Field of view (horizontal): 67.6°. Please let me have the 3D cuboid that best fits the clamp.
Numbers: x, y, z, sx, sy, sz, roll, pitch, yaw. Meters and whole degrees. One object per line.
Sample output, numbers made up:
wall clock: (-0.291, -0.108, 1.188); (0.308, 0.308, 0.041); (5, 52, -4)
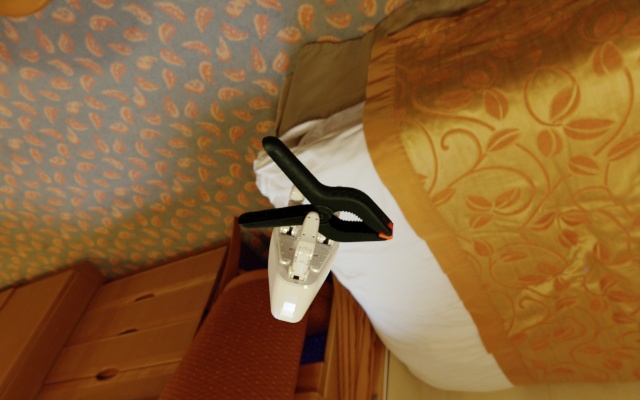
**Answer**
clamp: (0.000, 0.003, 0.622); (0.210, 0.036, 0.165); (14, -44, -2)
